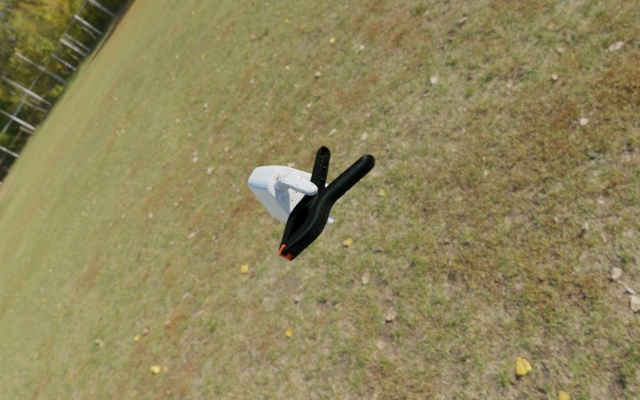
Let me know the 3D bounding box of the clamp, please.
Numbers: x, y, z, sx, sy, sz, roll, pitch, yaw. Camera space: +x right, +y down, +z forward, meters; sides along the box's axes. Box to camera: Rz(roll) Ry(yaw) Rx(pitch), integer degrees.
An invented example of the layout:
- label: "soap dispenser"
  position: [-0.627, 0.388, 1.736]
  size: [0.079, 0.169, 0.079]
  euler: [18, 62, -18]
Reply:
- label: "clamp"
  position: [-0.001, 0.003, 0.766]
  size: [0.036, 0.210, 0.164]
  euler: [33, -12, -27]
